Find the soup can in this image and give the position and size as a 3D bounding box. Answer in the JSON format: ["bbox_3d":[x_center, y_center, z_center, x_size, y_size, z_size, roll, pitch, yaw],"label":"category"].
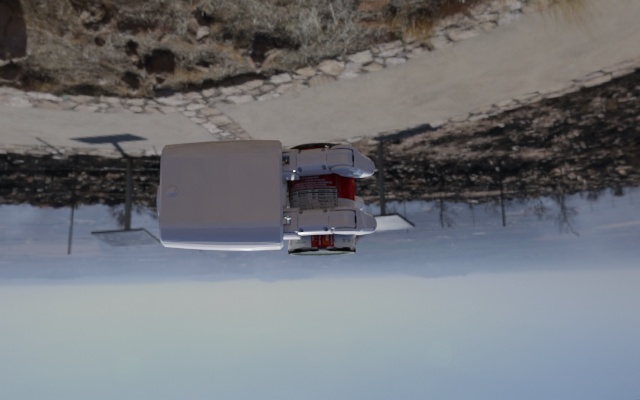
[{"bbox_3d":[0.001,0.002,0.469,0.068,0.102,0.068,-2,-10,0],"label":"soup can"}]
